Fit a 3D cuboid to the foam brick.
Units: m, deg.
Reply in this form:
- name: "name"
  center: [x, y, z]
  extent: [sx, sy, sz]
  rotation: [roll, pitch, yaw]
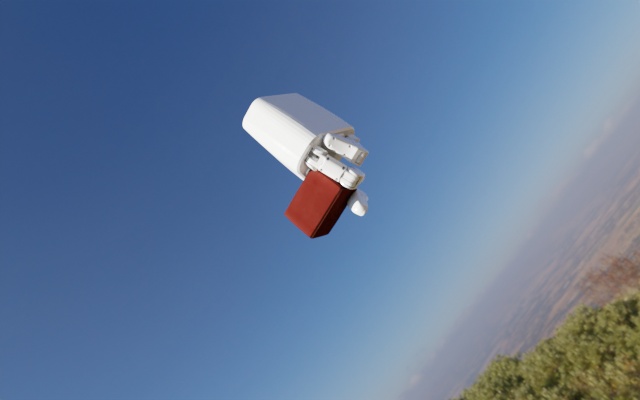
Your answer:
- name: "foam brick"
  center: [0.000, 0.002, 0.622]
  extent: [0.051, 0.078, 0.053]
  rotation: [37, 16, 20]
